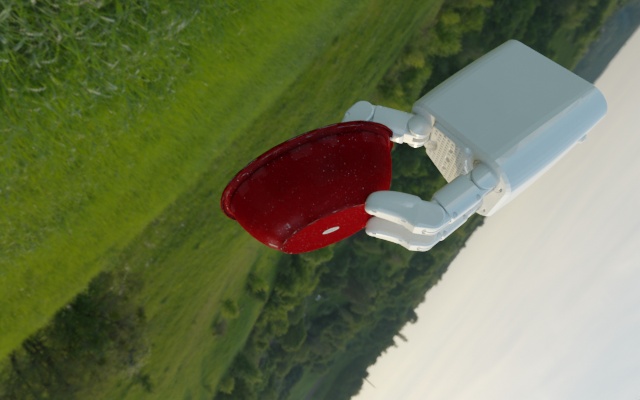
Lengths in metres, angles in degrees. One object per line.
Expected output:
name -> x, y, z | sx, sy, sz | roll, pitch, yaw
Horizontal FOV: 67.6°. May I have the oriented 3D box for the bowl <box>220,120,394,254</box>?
bowl -> -0.001, 0.002, 0.409 | 0.162, 0.055, 0.162 | -21, -19, -7
